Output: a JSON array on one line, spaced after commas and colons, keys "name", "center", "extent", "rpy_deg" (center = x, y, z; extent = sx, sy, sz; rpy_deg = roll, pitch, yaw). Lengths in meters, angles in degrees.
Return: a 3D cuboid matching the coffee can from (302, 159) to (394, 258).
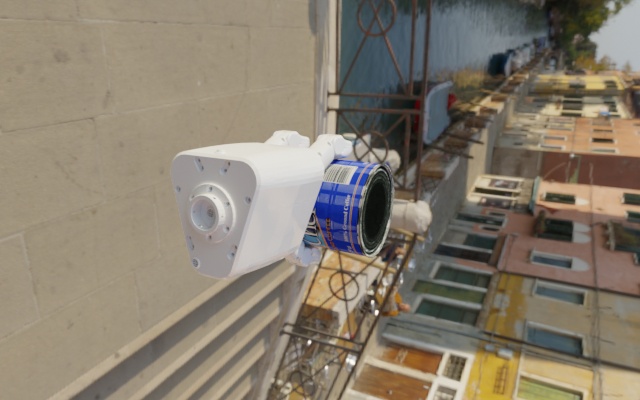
[{"name": "coffee can", "center": [0.000, 0.002, 0.541], "extent": [0.140, 0.103, 0.103], "rpy_deg": [9, 4, 26]}]
